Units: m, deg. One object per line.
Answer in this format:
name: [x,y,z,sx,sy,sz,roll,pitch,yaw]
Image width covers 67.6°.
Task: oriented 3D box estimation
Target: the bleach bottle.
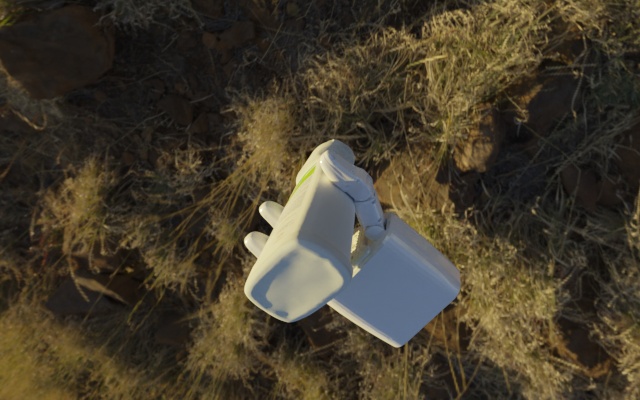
bleach bottle: [0.000,0.002,0.499,0.103,0.068,0.250,-44,17,33]
